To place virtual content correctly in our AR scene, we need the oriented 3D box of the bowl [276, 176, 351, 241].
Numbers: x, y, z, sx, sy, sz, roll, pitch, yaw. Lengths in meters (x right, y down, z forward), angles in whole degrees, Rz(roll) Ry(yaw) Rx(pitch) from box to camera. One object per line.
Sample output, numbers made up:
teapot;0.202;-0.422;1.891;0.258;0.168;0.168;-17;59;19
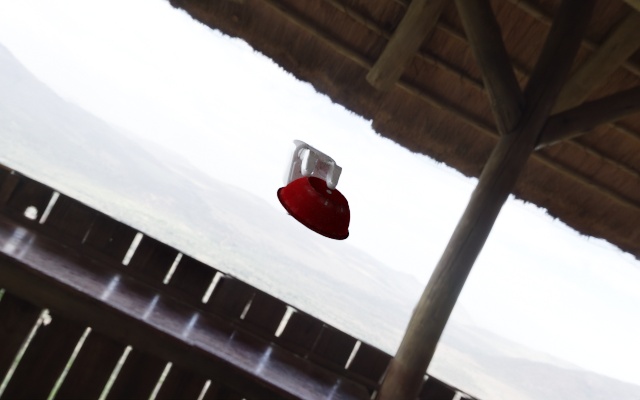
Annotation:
bowl;0.001;0.003;0.888;0.162;0.055;0.162;30;19;-12
